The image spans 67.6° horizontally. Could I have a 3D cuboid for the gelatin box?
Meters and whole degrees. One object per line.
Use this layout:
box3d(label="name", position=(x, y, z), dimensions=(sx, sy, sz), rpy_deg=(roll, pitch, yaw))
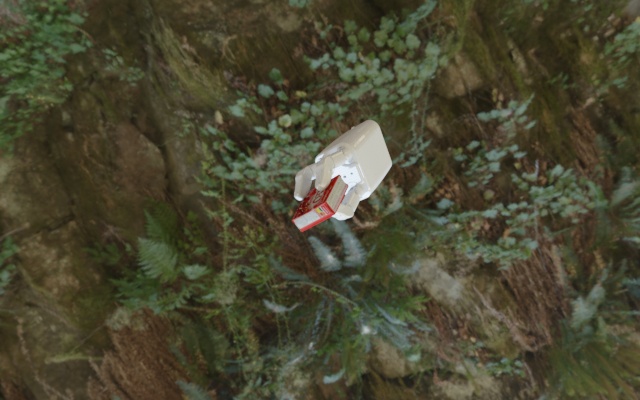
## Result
box3d(label="gelatin box", position=(0.000, 0.003, 0.773), dimensions=(0.073, 0.030, 0.089), rpy_deg=(-28, 20, 33))
